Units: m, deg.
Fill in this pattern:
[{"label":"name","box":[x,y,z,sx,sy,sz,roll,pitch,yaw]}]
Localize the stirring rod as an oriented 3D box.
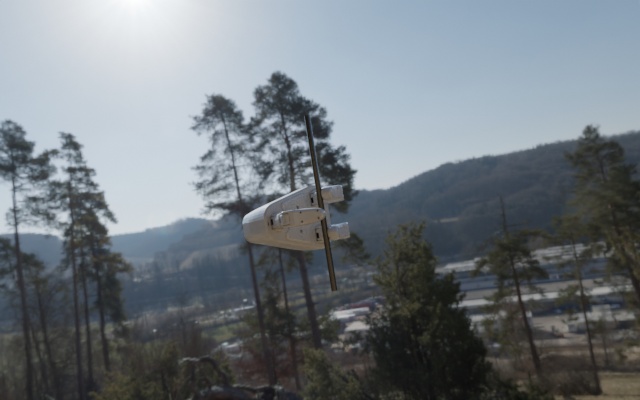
[{"label":"stirring rod","box":[0.000,0.002,0.647,0.011,0.239,0.011,-9,-4,-1]}]
